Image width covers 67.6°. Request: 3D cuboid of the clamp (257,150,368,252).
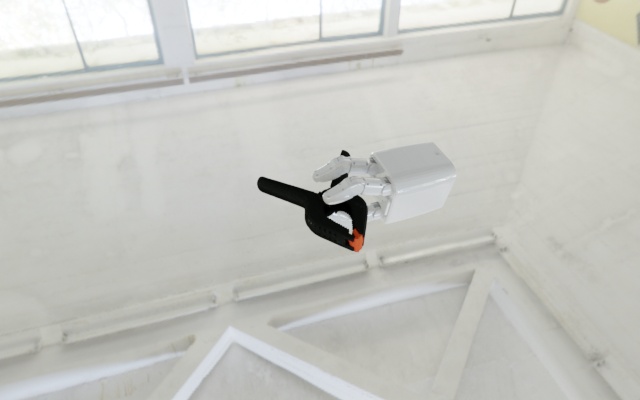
[{"bbox_3d":[0.001,0.003,0.724,0.164,0.036,0.209,-16,42,-10],"label":"clamp"}]
